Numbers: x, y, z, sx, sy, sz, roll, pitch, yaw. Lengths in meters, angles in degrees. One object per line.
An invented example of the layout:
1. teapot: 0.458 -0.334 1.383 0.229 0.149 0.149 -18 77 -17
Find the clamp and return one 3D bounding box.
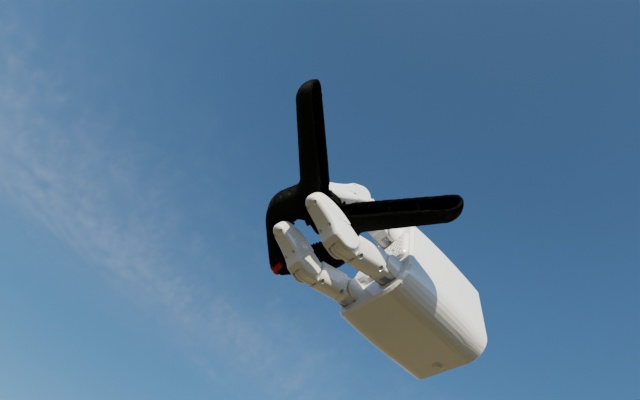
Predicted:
1. clamp: 0.000 0.001 0.442 0.210 0.164 0.036 -40 8 41
